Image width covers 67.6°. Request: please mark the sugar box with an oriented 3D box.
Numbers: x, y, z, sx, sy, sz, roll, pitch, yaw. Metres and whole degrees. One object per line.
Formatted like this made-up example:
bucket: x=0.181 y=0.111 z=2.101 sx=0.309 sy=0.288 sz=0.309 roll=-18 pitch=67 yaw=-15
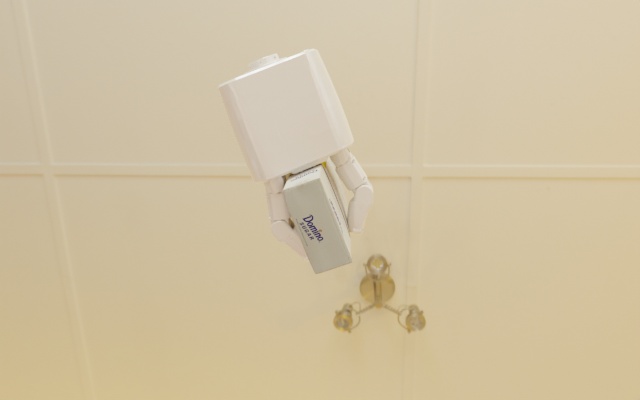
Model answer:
sugar box: x=0.000 y=0.002 z=0.534 sx=0.048 sy=0.093 sz=0.176 roll=-19 pitch=14 yaw=10
